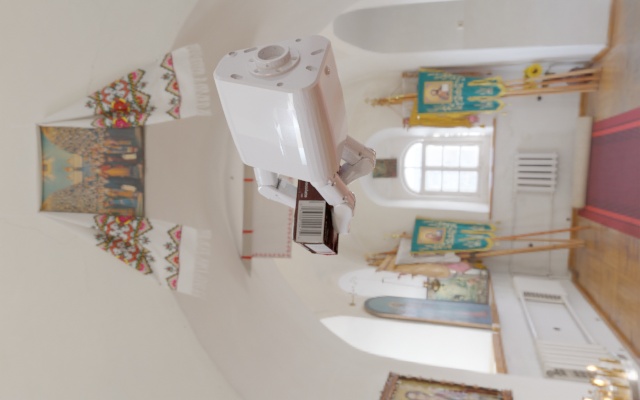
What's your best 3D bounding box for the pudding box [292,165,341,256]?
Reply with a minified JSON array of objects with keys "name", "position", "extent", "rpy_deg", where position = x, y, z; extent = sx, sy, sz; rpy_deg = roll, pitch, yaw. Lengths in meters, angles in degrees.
[{"name":"pudding box","position":[0.000,0.002,0.556],"extent":[0.039,0.113,0.090],"rpy_deg":[3,-13,14]}]
